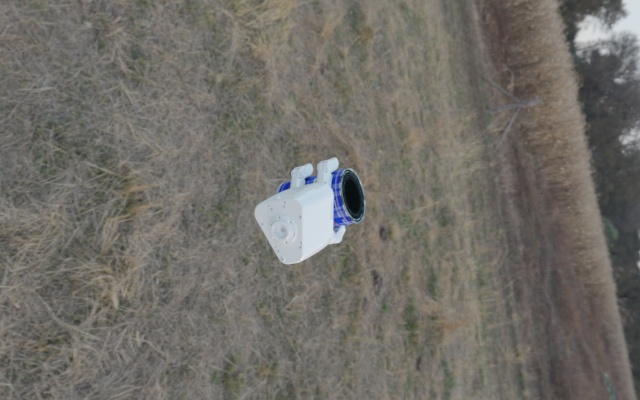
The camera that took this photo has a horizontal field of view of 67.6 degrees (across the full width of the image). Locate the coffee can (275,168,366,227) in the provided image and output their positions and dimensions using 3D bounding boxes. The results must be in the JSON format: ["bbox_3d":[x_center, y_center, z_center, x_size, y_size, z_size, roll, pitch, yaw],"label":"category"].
[{"bbox_3d":[0.000,0.003,0.892,0.140,0.103,0.103,-11,-5,28],"label":"coffee can"}]
